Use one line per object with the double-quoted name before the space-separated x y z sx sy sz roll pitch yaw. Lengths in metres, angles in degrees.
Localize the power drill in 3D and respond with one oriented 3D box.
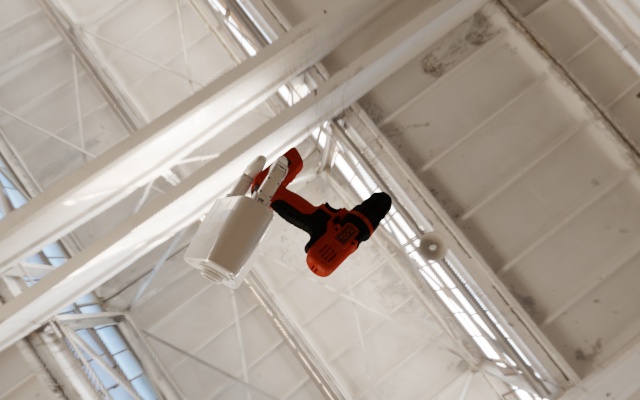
"power drill" 0.000 0.002 0.744 0.184 0.187 0.057 -42 -14 -32
